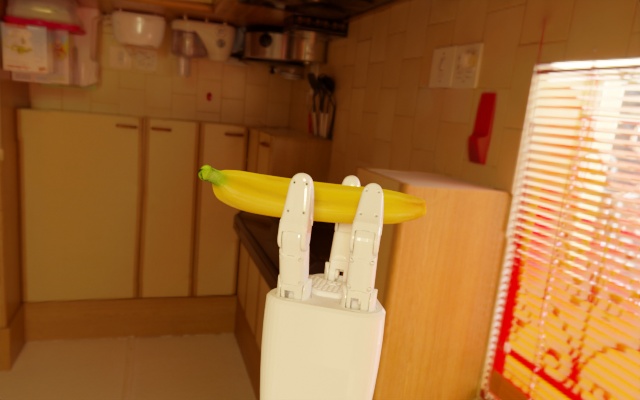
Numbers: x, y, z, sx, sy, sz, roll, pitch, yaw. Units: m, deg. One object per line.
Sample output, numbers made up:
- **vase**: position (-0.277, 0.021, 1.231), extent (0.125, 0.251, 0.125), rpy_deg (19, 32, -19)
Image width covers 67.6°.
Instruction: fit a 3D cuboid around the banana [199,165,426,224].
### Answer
- **banana**: position (-0.008, 0.000, 0.424), extent (0.198, 0.037, 0.069), rpy_deg (7, 1, -14)
